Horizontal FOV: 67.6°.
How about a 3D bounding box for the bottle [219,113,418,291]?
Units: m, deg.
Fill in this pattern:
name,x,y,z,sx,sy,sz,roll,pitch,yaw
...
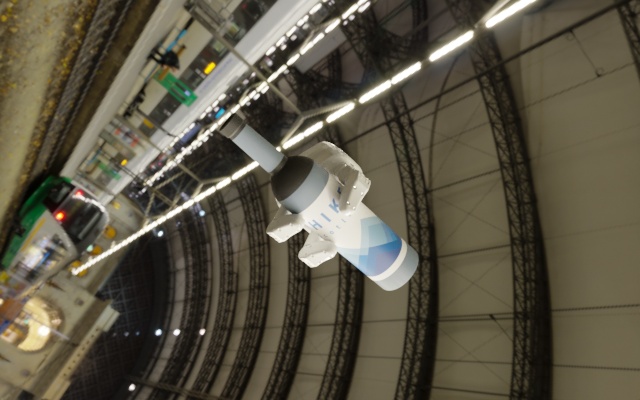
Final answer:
name,x,y,z,sx,sy,sz,roll,pitch,yaw
bottle,0.000,0.002,0.583,0.296,0.069,0.069,41,-17,-21
